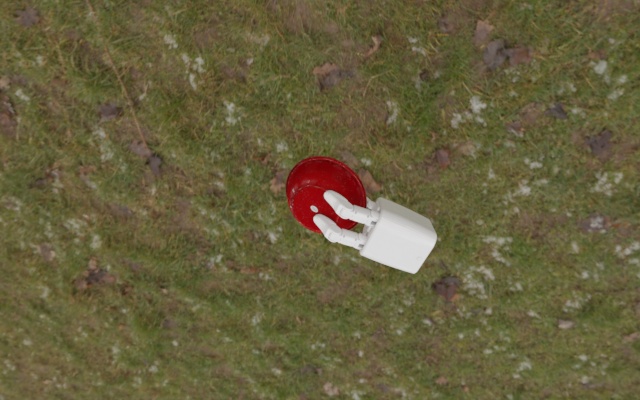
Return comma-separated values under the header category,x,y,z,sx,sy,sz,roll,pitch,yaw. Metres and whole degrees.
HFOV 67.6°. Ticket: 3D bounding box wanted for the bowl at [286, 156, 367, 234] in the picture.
category,x,y,z,sx,sy,sz,roll,pitch,yaw
bowl,-0.001,0.003,0.874,0.162,0.162,0.055,0,26,23
